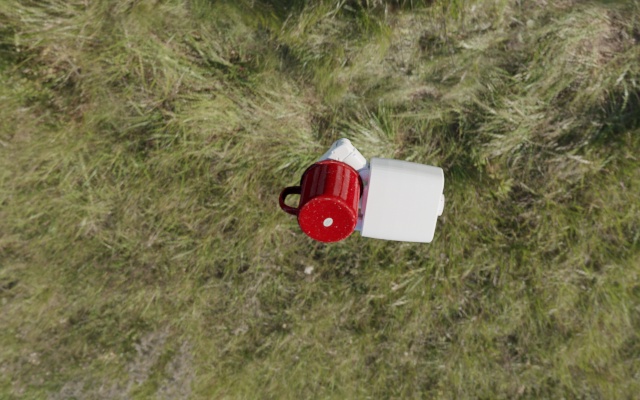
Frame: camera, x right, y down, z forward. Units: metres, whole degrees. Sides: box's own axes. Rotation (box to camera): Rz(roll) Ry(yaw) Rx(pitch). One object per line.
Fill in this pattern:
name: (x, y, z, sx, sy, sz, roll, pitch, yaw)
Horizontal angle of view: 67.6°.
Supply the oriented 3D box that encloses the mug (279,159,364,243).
mug: (-0.001, 0.002, 0.662, 0.117, 0.093, 0.081, 7, 38, 2)
